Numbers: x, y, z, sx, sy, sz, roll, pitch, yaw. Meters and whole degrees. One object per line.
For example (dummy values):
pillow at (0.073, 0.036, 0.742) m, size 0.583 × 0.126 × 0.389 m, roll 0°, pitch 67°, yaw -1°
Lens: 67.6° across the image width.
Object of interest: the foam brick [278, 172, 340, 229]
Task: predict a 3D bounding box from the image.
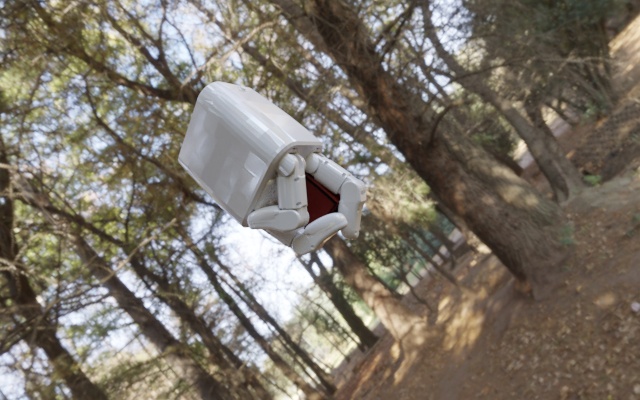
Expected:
foam brick at (0.000, 0.002, 0.516) m, size 0.051 × 0.053 × 0.078 m, roll 40°, pitch 19°, yaw 14°
